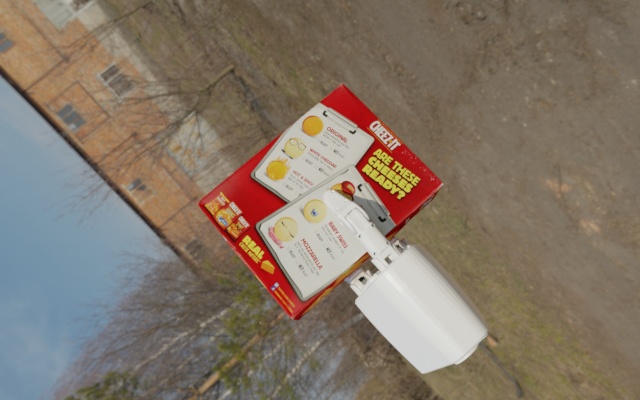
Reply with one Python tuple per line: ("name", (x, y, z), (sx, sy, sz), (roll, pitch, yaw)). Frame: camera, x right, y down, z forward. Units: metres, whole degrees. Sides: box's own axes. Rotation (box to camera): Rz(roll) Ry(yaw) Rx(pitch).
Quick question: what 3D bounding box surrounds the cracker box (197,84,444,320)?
("cracker box", (0.000, 0.002, 0.537), (0.213, 0.164, 0.072), (-41, -13, -8))
